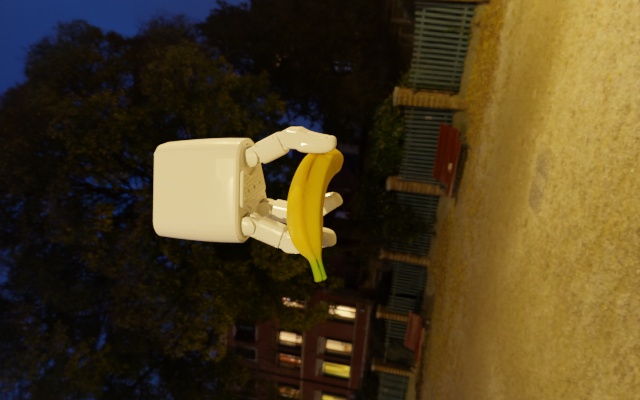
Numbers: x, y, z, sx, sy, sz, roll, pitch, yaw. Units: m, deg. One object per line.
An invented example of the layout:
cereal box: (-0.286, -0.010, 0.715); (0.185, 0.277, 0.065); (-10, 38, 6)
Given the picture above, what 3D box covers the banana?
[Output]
banana: (-0.005, -0.010, 0.507); (0.037, 0.070, 0.197); (-5, 40, 16)
